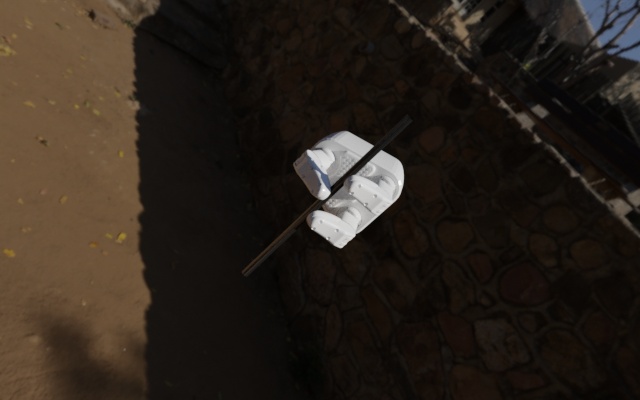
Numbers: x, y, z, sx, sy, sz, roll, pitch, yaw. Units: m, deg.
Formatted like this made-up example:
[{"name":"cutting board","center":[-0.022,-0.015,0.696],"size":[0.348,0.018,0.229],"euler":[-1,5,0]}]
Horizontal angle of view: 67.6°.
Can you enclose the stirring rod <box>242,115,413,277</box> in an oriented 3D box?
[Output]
[{"name":"stirring rod","center":[0.000,0.002,0.480],"size":[0.239,0.011,0.011],"euler":[-43,-18,19]}]
